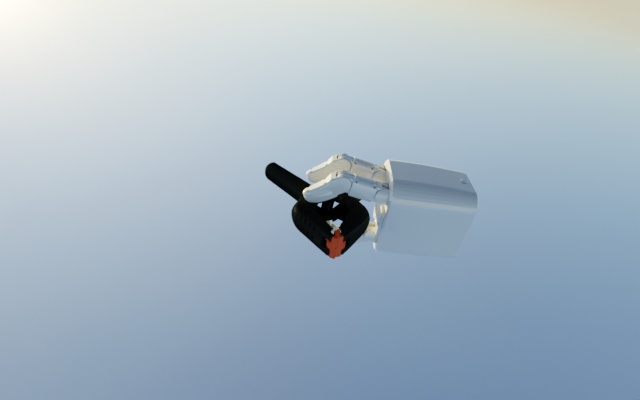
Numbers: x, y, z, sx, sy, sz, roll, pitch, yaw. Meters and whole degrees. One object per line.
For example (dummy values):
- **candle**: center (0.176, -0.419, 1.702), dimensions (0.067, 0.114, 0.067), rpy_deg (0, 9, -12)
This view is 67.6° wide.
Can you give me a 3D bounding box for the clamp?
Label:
- **clamp**: center (0.000, 0.003, 0.606), dimensions (0.164, 0.036, 0.210), rpy_deg (6, 27, 0)
